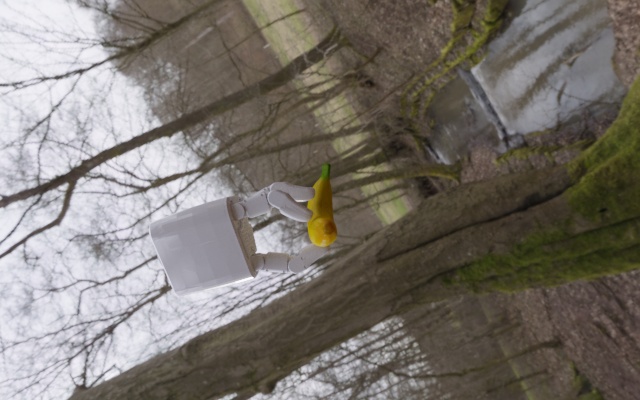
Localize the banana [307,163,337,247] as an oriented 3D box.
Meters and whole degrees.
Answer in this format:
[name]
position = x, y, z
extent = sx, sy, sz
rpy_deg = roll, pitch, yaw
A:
[banana]
position = 0.000, 0.017, 0.630
extent = 0.037, 0.070, 0.197
rpy_deg = -2, 26, -1
